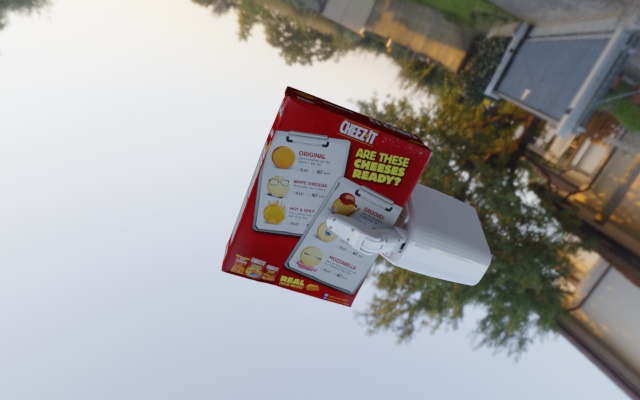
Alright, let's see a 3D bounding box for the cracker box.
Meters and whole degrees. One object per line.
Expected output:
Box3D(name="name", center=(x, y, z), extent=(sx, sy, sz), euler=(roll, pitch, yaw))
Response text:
Box3D(name="cracker box", center=(0.000, 0.002, 0.543), extent=(0.164, 0.214, 0.072), euler=(18, 21, -14))
